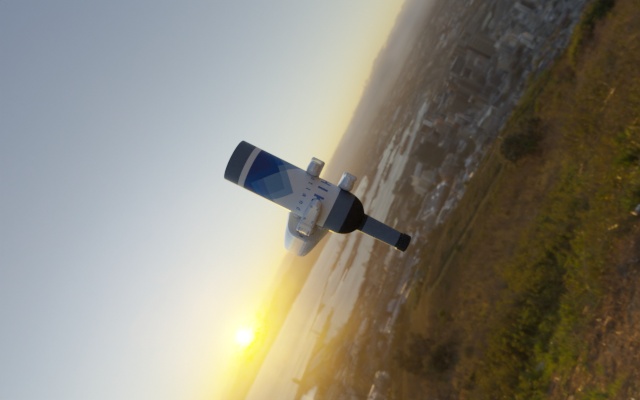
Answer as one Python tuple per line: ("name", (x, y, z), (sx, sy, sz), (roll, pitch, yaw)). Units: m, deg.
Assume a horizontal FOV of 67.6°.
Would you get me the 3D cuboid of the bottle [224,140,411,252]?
("bottle", (0.000, 0.002, 0.728), (0.296, 0.069, 0.069), (26, 0, 0))
